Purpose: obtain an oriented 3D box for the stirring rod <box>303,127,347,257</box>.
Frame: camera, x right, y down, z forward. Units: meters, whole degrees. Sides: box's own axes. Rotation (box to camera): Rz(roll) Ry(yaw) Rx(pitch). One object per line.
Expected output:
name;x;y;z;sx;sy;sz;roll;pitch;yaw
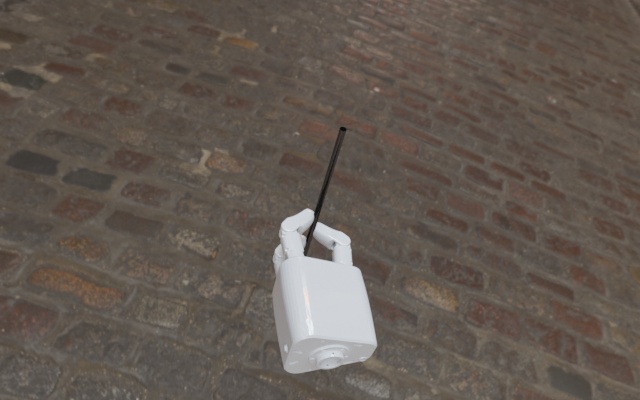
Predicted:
stirring rod;0.000;0.002;0.622;0.011;0.011;0.240;0;-43;-17
